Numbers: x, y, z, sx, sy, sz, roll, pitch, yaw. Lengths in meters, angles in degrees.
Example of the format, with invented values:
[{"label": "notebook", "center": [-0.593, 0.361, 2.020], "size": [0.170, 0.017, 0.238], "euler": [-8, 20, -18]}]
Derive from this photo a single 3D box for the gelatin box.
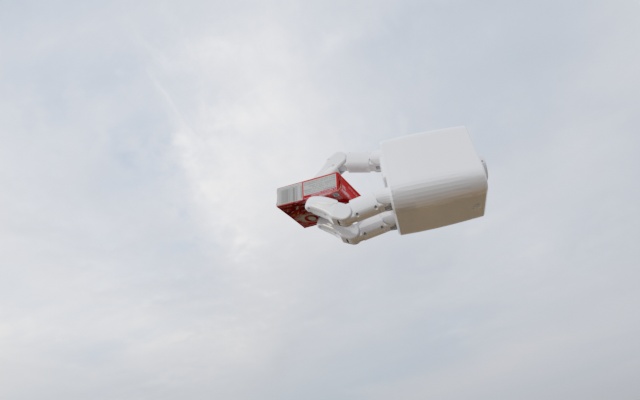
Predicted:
[{"label": "gelatin box", "center": [0.000, 0.002, 0.602], "size": [0.089, 0.030, 0.073], "euler": [-14, -30, 23]}]
